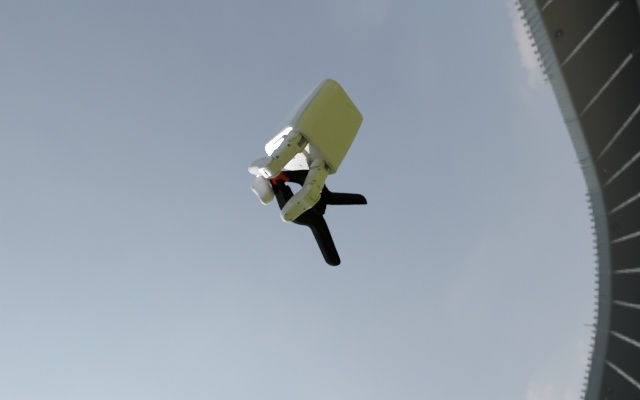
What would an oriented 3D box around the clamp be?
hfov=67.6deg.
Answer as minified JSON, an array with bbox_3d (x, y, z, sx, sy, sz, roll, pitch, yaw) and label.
[{"bbox_3d":[0.000,0.002,0.696,0.039,0.120,0.171,-4,-43,47],"label":"clamp"}]
